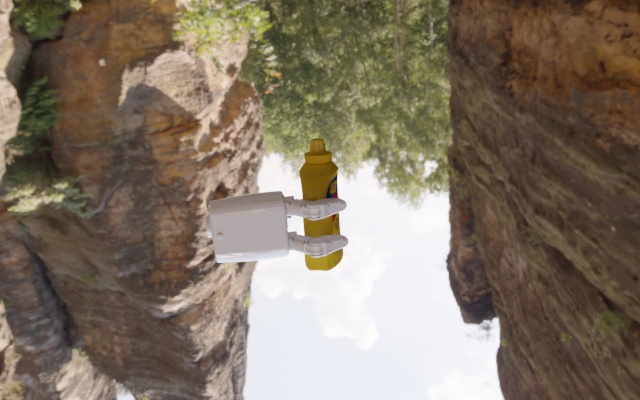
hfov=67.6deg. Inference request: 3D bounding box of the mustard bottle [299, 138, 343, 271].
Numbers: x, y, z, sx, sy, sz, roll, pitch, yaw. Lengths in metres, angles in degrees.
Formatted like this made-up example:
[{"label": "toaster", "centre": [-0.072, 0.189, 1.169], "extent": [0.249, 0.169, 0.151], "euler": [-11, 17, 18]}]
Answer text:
[{"label": "mustard bottle", "centre": [0.000, 0.003, 0.721], "extent": [0.058, 0.192, 0.096], "euler": [0, 16, 15]}]
